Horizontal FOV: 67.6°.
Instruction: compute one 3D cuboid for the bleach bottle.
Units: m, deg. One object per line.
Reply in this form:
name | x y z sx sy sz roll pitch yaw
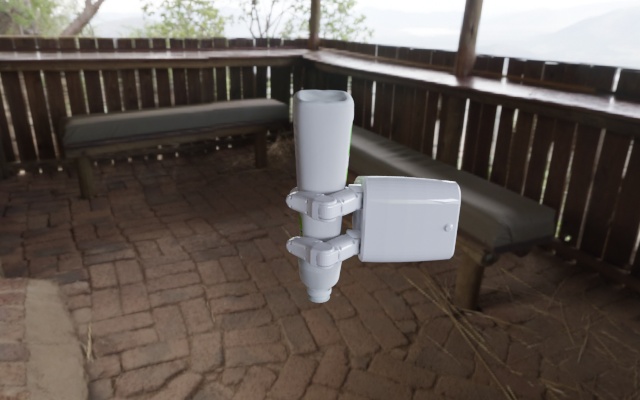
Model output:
bleach bottle | 0.000 0.002 0.569 0.068 0.251 0.102 1 21 -2
